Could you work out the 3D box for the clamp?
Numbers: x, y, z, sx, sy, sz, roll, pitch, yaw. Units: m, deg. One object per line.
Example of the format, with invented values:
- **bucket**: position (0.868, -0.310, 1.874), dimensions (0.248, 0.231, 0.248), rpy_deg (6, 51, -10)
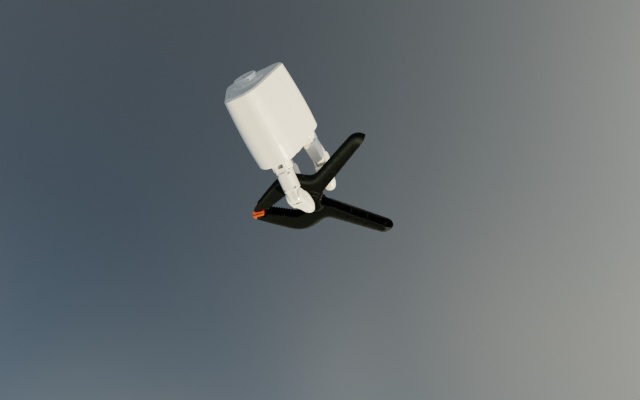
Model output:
- **clamp**: position (-0.001, 0.003, 0.723), dimensions (0.210, 0.165, 0.036), rpy_deg (-19, 25, 19)
